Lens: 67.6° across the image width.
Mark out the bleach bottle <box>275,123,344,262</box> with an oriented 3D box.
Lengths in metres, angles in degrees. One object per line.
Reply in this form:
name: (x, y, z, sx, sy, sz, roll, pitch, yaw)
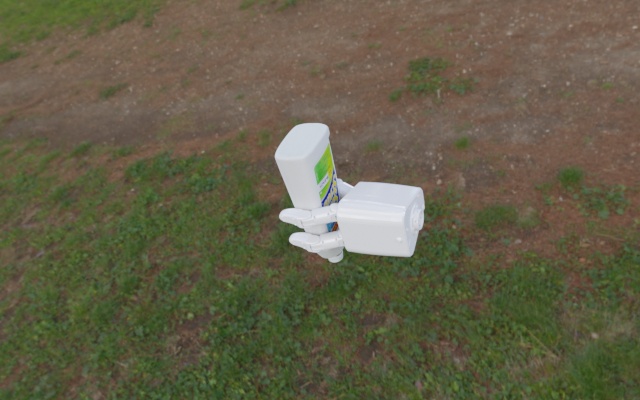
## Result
bleach bottle: (0.000, 0.003, 0.803, 0.068, 0.251, 0.102, 4, 43, 27)
